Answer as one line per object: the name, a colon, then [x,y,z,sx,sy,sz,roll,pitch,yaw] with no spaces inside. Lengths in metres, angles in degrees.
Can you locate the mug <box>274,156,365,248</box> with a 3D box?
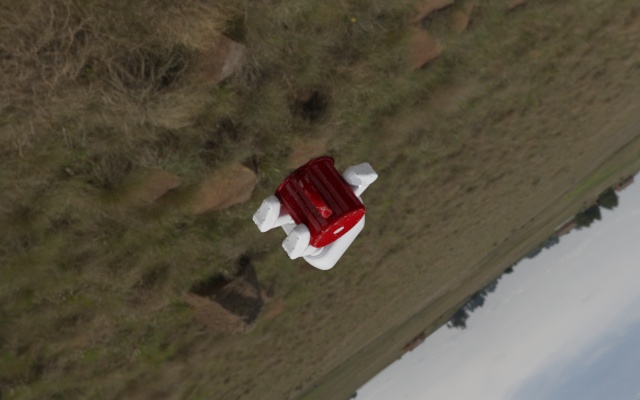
mug: [0.000,0.002,0.583,0.093,0.081,0.117,-36,-17,-2]
